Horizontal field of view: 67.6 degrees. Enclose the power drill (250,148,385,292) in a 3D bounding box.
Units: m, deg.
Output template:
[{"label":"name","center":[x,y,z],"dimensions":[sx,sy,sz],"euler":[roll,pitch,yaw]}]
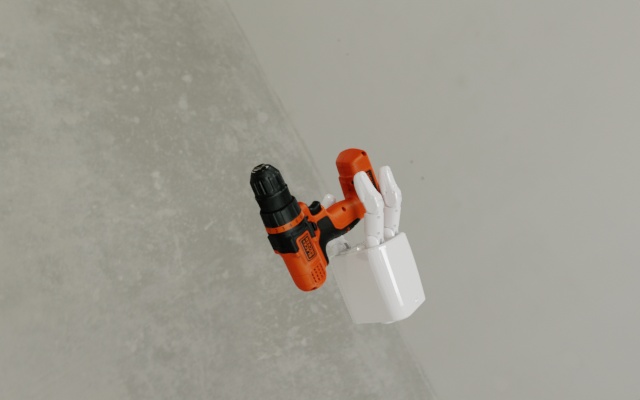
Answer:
[{"label":"power drill","center":[0.001,0.002,0.653],"dimensions":[0.057,0.184,0.187],"euler":[6,35,46]}]
